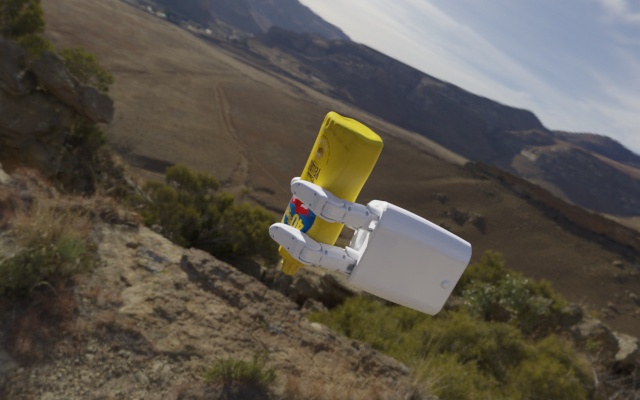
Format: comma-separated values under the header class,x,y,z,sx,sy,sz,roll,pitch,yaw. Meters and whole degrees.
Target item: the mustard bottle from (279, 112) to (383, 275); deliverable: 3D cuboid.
class,x,y,z,sx,sy,sz,roll,pitch,yaw
mustard bottle,0.000,0.001,0.542,0.058,0.192,0.096,16,19,-27
